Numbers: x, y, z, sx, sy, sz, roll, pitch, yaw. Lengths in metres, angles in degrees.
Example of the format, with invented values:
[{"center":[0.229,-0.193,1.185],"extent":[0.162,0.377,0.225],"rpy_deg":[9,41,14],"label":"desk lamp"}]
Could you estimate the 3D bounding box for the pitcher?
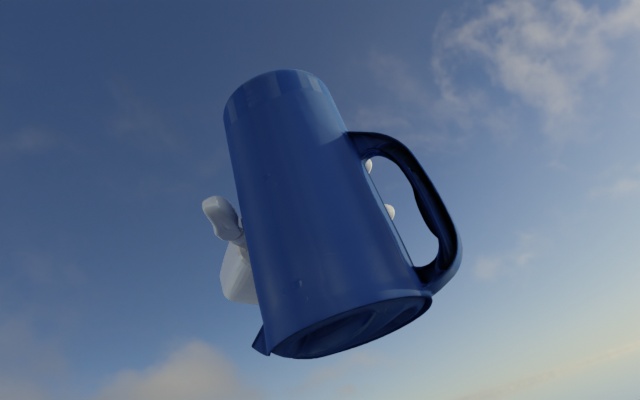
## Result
[{"center":[0.000,0.001,0.417],"extent":[0.149,0.242,0.145],"rpy_deg":[-6,-30,-25],"label":"pitcher"}]
